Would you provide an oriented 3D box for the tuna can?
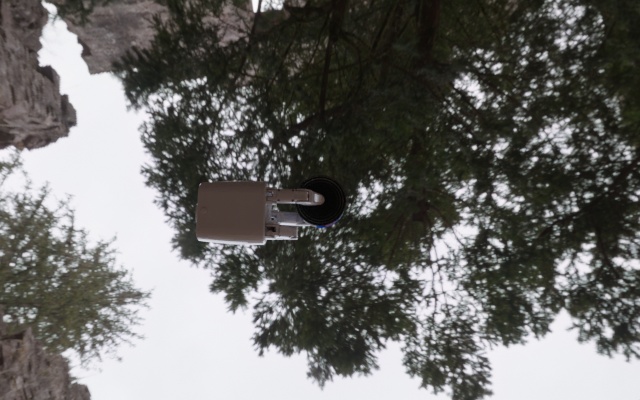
[{"bbox_3d":[0.000,0.003,0.804,0.086,0.086,0.034,0,-11,1],"label":"tuna can"}]
